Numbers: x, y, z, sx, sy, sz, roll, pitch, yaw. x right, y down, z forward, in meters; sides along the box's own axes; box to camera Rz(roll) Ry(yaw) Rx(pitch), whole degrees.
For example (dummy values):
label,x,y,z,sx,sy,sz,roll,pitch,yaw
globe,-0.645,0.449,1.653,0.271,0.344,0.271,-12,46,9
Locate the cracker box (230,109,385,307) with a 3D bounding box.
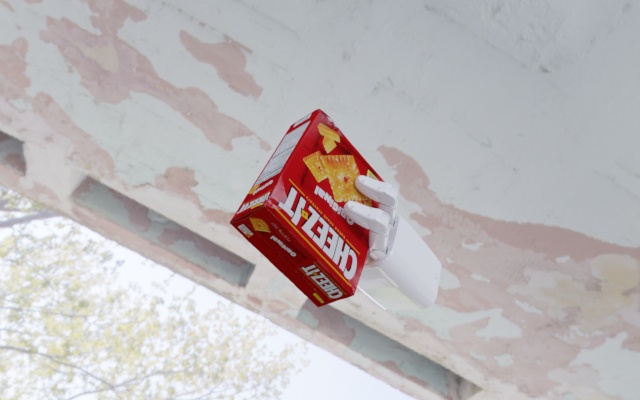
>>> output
label,x,y,z,sx,sy,sz,roll,pitch,yaw
cracker box,0.000,0.002,0.630,0.072,0.164,0.213,-27,26,37
